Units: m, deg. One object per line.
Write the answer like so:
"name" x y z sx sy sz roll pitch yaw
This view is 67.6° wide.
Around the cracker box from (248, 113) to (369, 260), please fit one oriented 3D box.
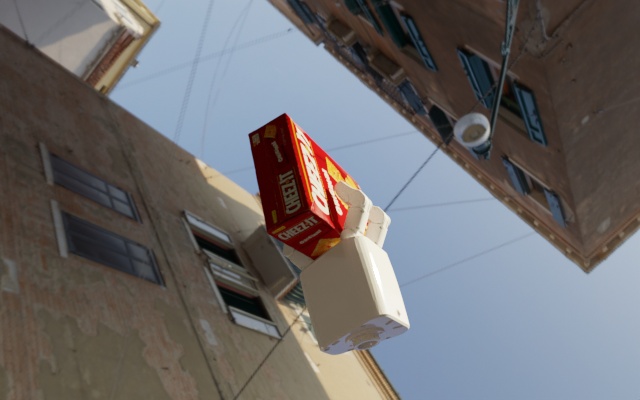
"cracker box" 0.000 0.002 0.668 0.072 0.164 0.214 -29 -36 17
